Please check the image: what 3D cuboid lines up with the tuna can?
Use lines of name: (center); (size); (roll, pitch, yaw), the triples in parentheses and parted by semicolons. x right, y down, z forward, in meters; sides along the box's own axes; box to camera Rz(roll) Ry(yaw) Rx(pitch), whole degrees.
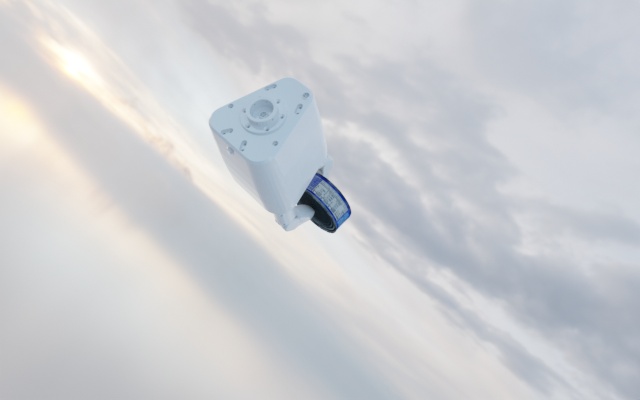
tuna can: (0.000, 0.002, 0.643); (0.033, 0.086, 0.086); (-44, 17, -18)
